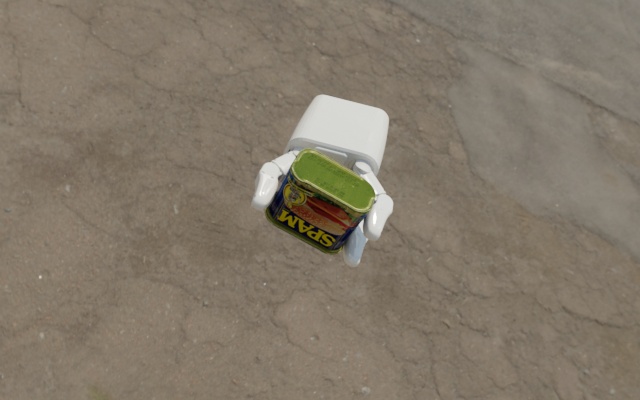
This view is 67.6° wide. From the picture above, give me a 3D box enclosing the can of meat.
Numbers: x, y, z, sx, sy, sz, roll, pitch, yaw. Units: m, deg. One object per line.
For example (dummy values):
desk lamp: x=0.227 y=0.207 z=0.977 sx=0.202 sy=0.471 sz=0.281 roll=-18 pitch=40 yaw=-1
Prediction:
can of meat: x=0.000 y=0.002 z=0.531 sx=0.102 sy=0.057 sz=0.084 roll=29 pitch=-44 yaw=-4
